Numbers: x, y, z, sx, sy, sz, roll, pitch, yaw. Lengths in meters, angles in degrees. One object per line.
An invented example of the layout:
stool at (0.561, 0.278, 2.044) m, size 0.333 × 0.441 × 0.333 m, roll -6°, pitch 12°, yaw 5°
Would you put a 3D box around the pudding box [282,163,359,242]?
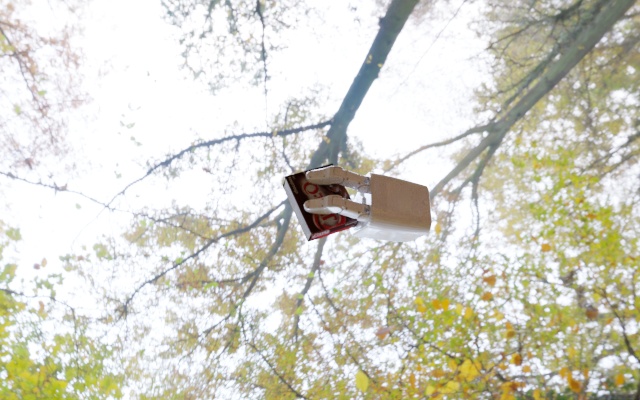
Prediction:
pudding box at (0.000, 0.003, 0.780) m, size 0.090 × 0.113 × 0.039 m, roll -17°, pitch -26°, yaw -24°
